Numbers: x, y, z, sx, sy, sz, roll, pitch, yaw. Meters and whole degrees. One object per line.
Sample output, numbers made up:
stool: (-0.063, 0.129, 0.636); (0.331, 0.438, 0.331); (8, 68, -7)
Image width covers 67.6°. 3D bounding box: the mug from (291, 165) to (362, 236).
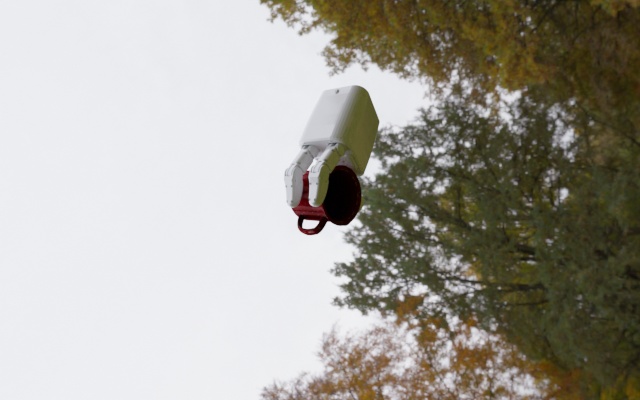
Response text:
mug: (-0.001, 0.004, 0.746); (0.081, 0.117, 0.093); (1, -30, 44)
